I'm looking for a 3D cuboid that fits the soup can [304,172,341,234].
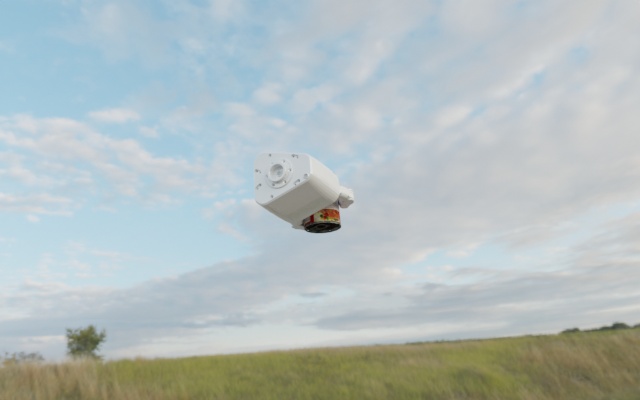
[{"bbox_3d":[0.000,0.003,0.882,0.068,0.102,0.068,-4,-20,-2],"label":"soup can"}]
